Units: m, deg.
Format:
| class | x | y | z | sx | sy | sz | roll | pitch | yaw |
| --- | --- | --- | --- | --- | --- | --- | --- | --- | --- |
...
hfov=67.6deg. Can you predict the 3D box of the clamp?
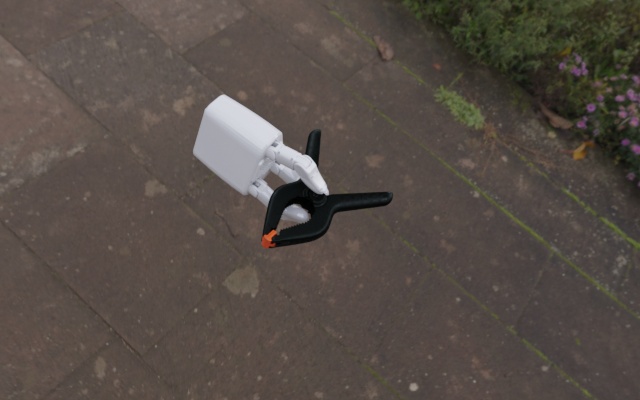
| class | x | y | z | sx | sy | sz | roll | pitch | yaw |
| --- | --- | --- | --- | --- | --- | --- | --- | --- | --- |
| clamp | 0.000 | 0.002 | 0.693 | 0.164 | 0.210 | 0.036 | 36 | -32 | 7 |
